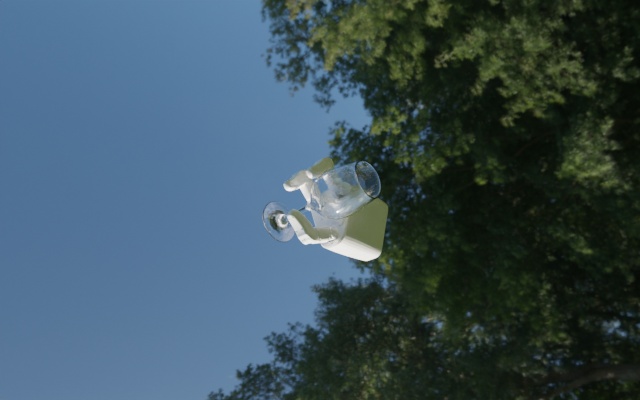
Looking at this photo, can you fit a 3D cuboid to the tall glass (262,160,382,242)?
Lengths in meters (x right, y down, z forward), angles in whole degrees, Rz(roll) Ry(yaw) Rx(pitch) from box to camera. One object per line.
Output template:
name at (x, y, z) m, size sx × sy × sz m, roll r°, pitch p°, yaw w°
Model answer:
tall glass at (0.000, 0.003, 0.763) m, size 0.201 × 0.079 × 0.079 m, roll -26°, pitch -17°, yaw 38°
